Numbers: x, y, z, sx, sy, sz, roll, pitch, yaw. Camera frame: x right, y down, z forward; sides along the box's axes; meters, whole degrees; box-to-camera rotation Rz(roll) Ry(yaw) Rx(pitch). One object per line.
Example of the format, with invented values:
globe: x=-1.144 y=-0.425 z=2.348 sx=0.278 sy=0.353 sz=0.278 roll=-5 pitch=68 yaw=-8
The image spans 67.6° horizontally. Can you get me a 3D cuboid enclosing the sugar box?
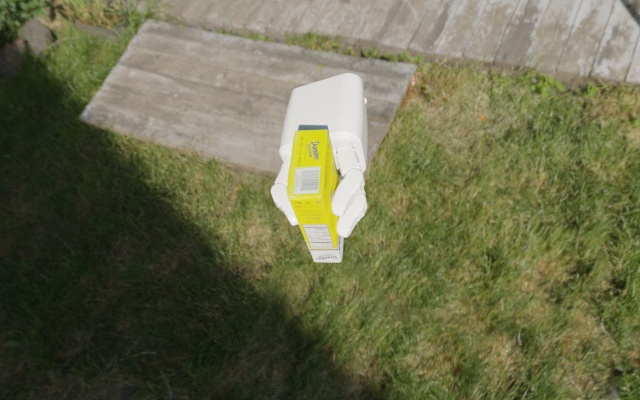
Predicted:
sugar box: x=0.001 y=0.002 z=0.599 sx=0.048 sy=0.093 sz=0.176 roll=-2 pitch=-30 yaw=12
